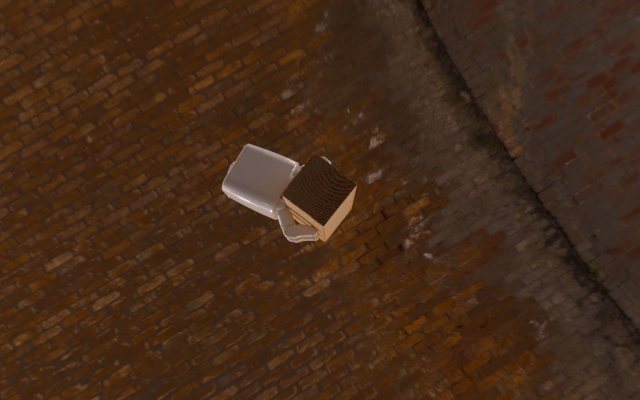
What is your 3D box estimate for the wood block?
[{"bbox_3d":[0.000,0.002,0.864,0.090,0.091,0.206,37,-8,8],"label":"wood block"}]
